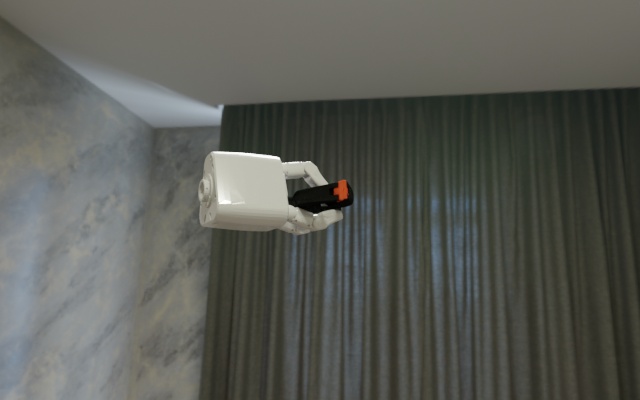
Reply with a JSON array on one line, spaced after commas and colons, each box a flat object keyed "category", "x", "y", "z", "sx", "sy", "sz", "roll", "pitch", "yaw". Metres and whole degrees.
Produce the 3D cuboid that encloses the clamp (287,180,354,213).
[{"category": "clamp", "x": 0.000, "y": 0.002, "z": 0.762, "sx": 0.164, "sy": 0.036, "sz": 0.210, "roll": 1, "pitch": -10, "yaw": -30}]
